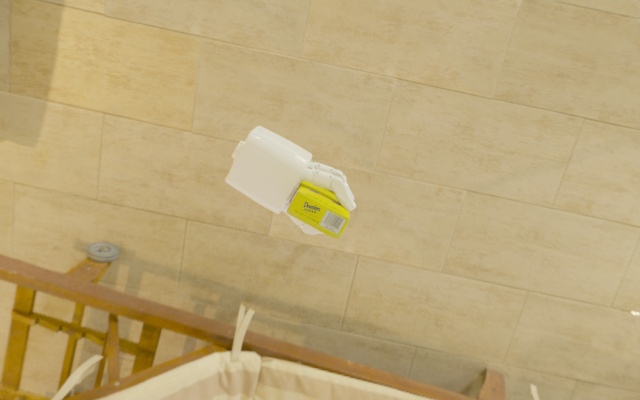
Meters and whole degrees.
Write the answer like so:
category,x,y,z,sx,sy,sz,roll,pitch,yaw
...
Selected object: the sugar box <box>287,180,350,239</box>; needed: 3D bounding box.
category,x,y,z,sx,sy,sz,roll,pitch,yaw
sugar box,0.000,0.002,0.811,0.093,0.048,0.176,28,15,-5
